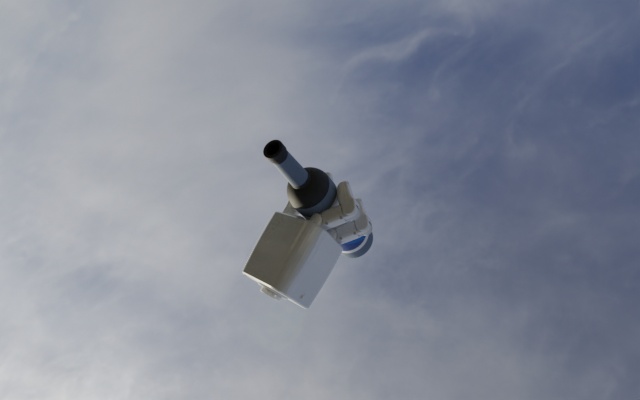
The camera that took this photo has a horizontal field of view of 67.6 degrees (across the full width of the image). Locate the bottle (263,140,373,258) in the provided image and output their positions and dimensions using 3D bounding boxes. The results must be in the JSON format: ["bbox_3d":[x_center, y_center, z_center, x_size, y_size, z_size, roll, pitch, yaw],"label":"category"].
[{"bbox_3d":[0.000,0.002,0.705,0.069,0.069,0.296,0,-27,27],"label":"bottle"}]
